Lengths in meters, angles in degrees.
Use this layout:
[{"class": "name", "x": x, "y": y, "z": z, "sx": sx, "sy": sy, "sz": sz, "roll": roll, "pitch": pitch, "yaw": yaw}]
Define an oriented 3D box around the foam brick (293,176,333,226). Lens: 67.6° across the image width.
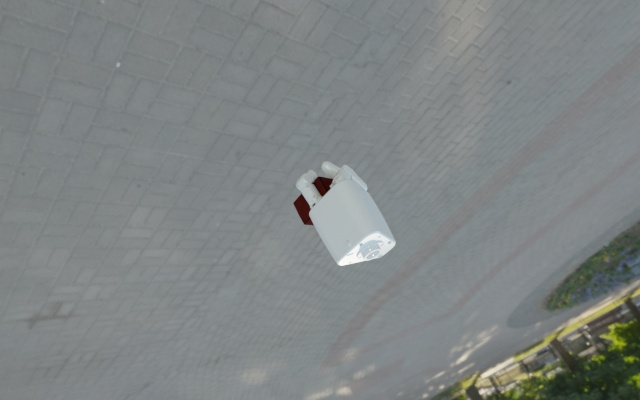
[{"class": "foam brick", "x": 0.000, "y": 0.003, "z": 0.851, "sx": 0.053, "sy": 0.051, "sz": 0.078, "roll": 7, "pitch": -44, "yaw": -48}]
